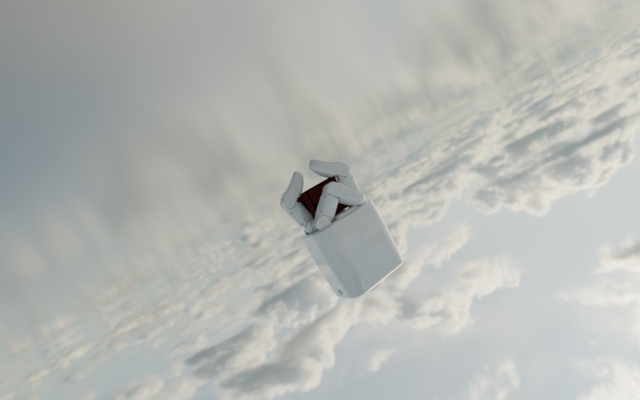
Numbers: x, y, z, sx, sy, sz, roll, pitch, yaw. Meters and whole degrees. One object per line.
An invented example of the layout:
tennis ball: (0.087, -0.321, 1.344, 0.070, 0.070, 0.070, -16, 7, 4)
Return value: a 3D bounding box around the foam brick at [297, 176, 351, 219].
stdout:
foam brick: (0.000, 0.002, 0.721, 0.053, 0.051, 0.078, -30, 1, -18)
